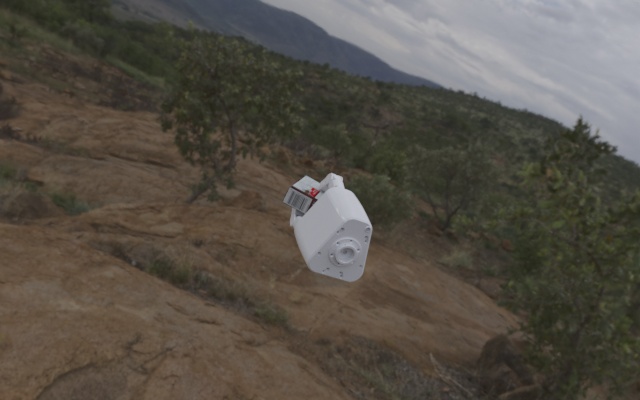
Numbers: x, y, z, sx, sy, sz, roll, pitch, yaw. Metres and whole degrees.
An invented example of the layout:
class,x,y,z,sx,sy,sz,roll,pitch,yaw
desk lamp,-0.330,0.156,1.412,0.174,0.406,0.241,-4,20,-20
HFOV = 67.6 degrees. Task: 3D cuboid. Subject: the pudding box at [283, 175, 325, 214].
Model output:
class,x,y,z,sx,sy,sz,roll,pitch,yaw
pudding box,0.000,0.003,0.856,0.113,0.039,0.090,30,20,6
